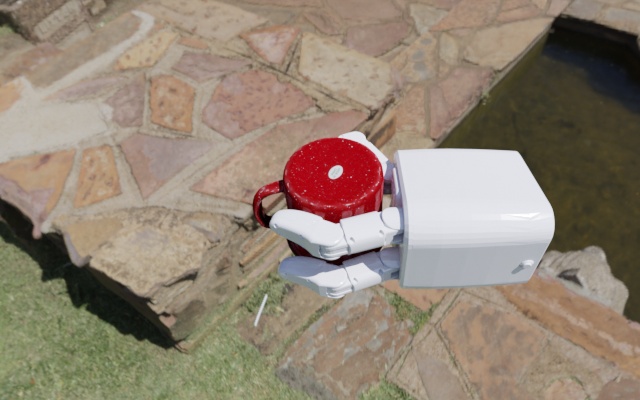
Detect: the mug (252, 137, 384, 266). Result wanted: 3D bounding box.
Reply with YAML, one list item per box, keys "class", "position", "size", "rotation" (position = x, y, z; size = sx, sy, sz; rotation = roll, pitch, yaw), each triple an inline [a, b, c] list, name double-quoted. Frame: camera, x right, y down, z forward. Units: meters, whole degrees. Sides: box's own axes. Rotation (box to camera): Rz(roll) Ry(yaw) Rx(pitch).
- class: "mug"
  position: [-0.001, 0.001, 0.409]
  size: [0.117, 0.093, 0.082]
  rotation: [-2, -40, 3]
